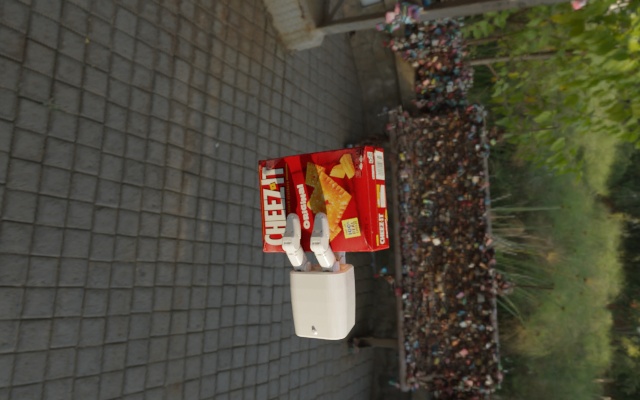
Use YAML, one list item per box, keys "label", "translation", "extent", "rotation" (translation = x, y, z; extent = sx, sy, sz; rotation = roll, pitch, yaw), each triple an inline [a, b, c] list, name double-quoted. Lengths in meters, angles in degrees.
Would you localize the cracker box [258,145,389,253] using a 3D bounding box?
- label: "cracker box"
  translation: [0.000, 0.003, 0.796]
  extent: [0.214, 0.164, 0.072]
  rotation: [-4, -2, 31]
